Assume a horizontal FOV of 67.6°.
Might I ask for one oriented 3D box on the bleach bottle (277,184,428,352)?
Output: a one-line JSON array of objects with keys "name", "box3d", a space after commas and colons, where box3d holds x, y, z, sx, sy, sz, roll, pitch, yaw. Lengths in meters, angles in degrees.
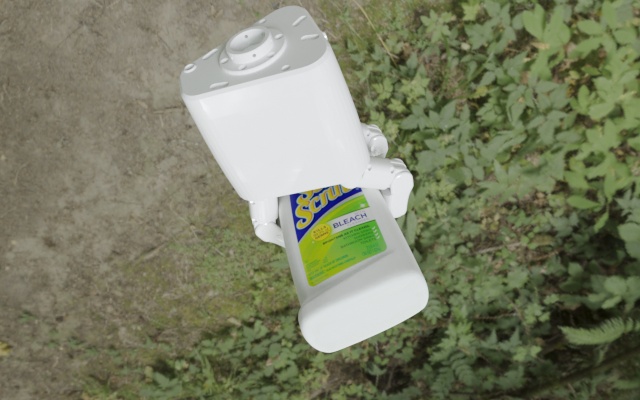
[{"name": "bleach bottle", "box3d": [0.000, 0.001, 0.435, 0.102, 0.250, 0.068, -25, -43, 1]}]
